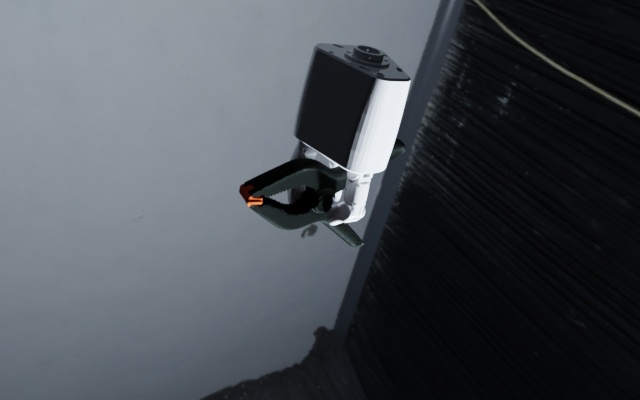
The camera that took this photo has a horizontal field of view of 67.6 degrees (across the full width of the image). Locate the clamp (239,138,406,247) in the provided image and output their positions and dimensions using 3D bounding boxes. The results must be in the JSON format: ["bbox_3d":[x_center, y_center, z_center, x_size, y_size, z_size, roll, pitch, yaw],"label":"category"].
[{"bbox_3d":[0.000,0.002,0.588,0.210,0.165,0.036,-7,36,-31],"label":"clamp"}]
